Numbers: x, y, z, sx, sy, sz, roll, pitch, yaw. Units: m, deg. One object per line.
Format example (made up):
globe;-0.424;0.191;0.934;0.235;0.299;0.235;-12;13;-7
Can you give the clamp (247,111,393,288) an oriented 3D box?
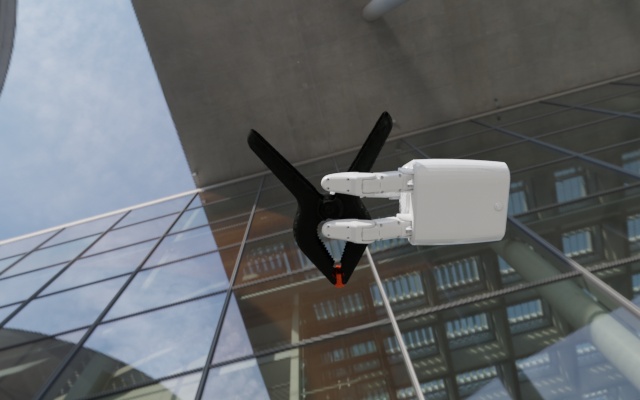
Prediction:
clamp;0.000;0.002;0.564;0.164;0.210;0.036;0;16;4
